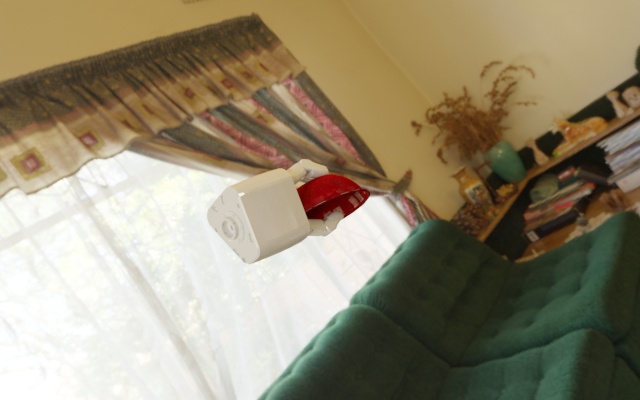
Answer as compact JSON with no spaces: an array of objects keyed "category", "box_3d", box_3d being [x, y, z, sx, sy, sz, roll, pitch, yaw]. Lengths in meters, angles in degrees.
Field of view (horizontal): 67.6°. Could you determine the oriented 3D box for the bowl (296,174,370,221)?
[{"category":"bowl","box_3d":[0.001,0.002,0.803,0.162,0.055,0.162,-24,-17,-8]}]
